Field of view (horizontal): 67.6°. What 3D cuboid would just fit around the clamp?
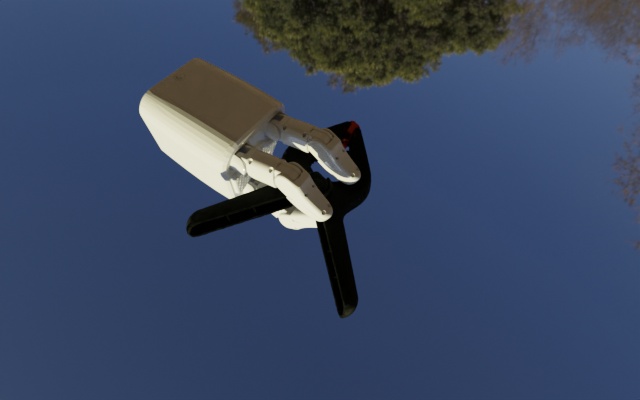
[{"bbox_3d":[0.000,0.001,0.465,0.164,0.210,0.036,34,-35,7],"label":"clamp"}]
